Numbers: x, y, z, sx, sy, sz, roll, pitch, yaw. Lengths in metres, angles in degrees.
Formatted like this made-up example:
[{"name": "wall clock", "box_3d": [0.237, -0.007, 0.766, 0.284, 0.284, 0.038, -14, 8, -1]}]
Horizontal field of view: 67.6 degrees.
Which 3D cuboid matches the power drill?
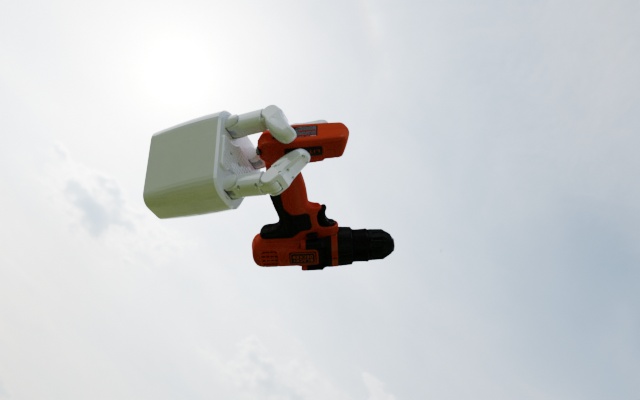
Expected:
[{"name": "power drill", "box_3d": [0.000, 0.001, 0.584, 0.184, 0.188, 0.057, -4, 28, -1]}]
